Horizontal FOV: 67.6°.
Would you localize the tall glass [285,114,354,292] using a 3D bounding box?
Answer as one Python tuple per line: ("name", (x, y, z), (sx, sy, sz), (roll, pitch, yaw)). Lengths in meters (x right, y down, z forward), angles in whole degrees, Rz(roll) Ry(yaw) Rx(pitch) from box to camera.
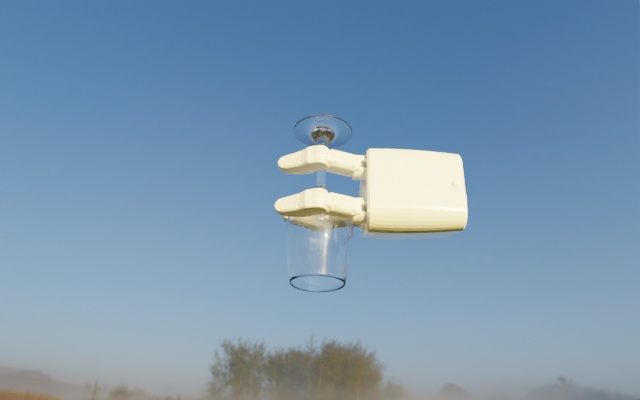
("tall glass", (0.000, 0.001, 0.562), (0.079, 0.201, 0.079), (2, -27, 1))
